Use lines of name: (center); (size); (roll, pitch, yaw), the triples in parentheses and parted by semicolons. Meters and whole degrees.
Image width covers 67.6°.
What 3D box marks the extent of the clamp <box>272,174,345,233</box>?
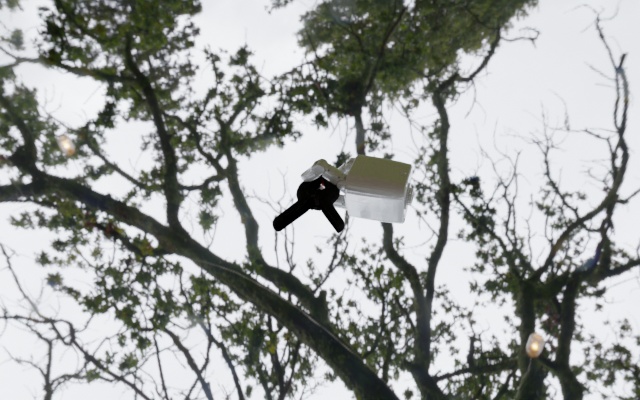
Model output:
clamp: (0.000, 0.003, 0.836); (0.120, 0.039, 0.171); (11, 41, 15)
